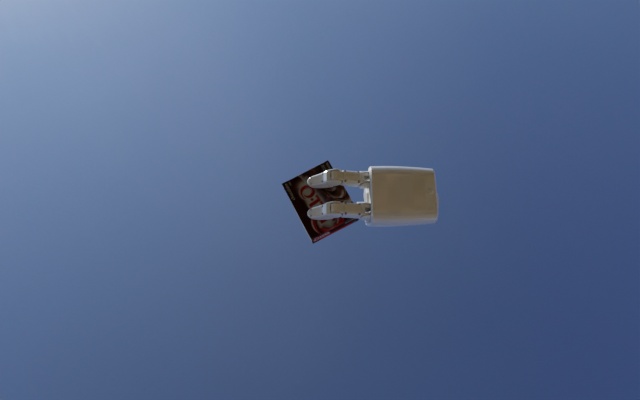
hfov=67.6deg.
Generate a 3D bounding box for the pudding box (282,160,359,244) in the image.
[{"bbox_3d":[0.000,0.003,0.799,0.090,0.113,0.039,-27,-20,-7],"label":"pudding box"}]
